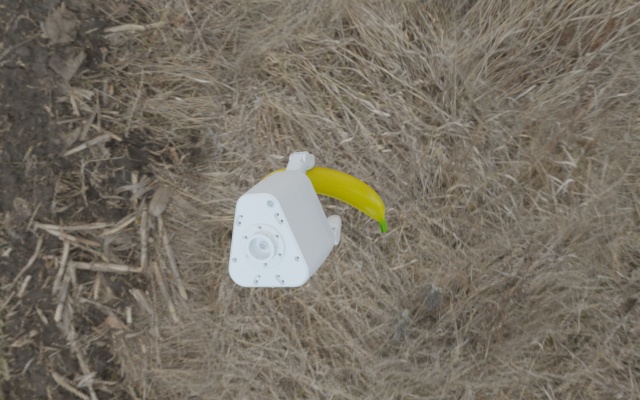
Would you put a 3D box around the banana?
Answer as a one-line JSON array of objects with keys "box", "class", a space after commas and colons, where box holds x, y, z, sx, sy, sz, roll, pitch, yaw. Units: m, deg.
[{"box": [0.008, -0.013, 0.670, 0.198, 0.070, 0.037, 21, 24, 7], "class": "banana"}]
